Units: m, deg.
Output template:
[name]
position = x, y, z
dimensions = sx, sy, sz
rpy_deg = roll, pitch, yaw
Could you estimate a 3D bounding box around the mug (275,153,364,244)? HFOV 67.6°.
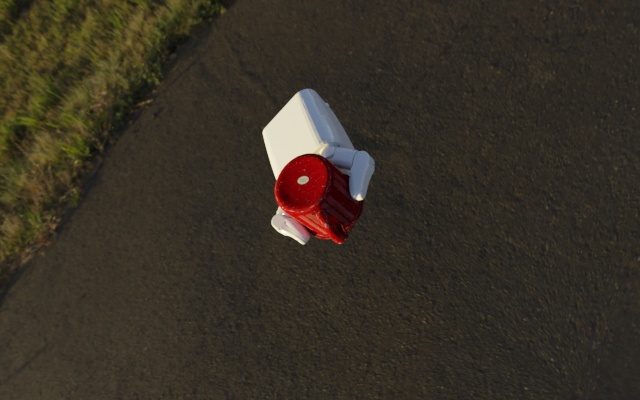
[mug]
position = 0.000, 0.003, 0.592
dimensions = 0.093, 0.117, 0.081
rpy_deg = -32, -33, 14
